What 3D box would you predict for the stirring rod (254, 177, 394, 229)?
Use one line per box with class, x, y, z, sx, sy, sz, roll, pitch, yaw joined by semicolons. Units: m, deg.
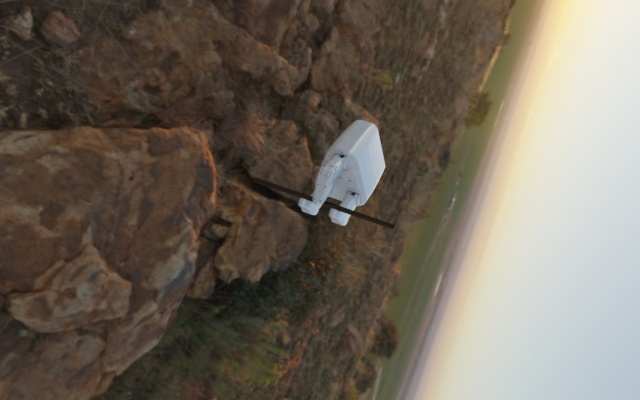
stirring rod;0.000;0.002;0.746;0.239;0.011;0.011;19;6;19
